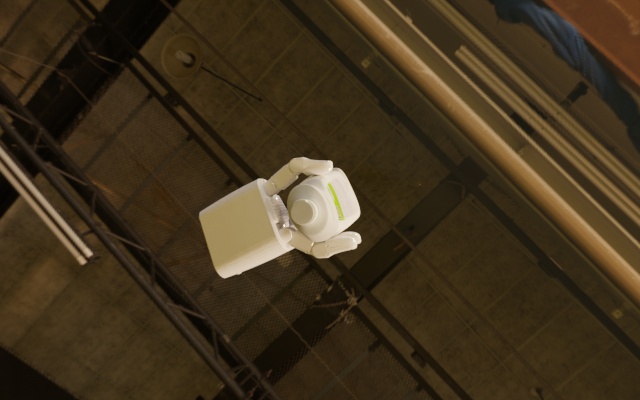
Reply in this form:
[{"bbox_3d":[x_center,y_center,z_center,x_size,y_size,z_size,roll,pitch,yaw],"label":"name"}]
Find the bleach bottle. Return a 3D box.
[{"bbox_3d":[0.000,0.002,0.677,0.068,0.102,0.251,-27,-4,11],"label":"bleach bottle"}]
